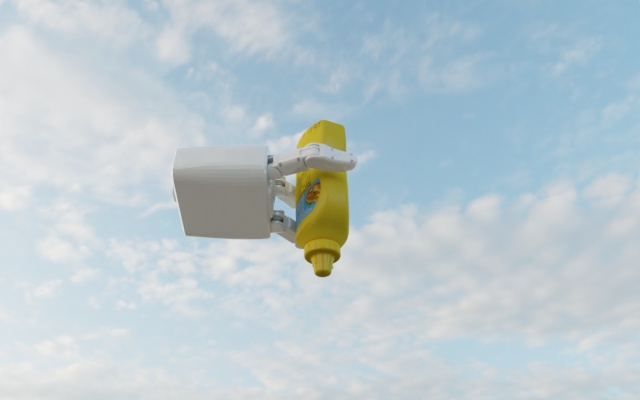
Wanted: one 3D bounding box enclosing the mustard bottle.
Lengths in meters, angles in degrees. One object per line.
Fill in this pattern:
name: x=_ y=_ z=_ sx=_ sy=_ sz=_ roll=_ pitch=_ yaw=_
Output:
mustard bottle: x=0.000 y=0.002 z=0.570 sx=0.058 sy=0.191 sz=0.096 roll=14 pitch=-39 yaw=-20
